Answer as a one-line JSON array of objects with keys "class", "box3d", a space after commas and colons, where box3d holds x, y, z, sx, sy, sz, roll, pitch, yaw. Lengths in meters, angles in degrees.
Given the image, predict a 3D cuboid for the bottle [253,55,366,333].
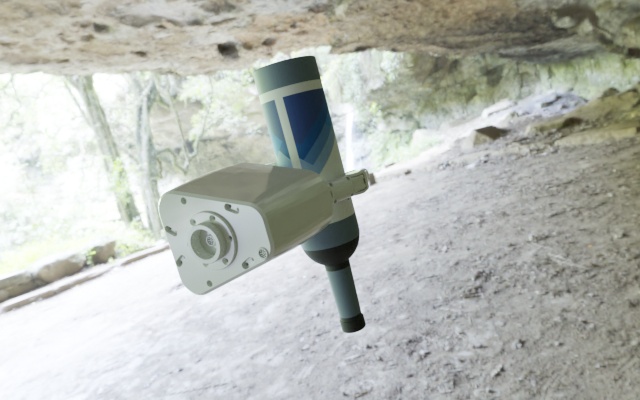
[{"class": "bottle", "box3d": [0.000, 0.001, 0.511, 0.069, 0.296, 0.069, -15, 9, 2]}]
